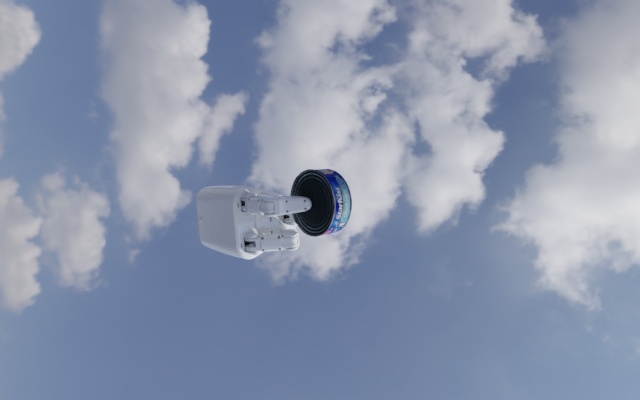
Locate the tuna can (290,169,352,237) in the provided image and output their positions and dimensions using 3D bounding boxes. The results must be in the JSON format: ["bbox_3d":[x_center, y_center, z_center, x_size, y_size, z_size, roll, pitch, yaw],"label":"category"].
[{"bbox_3d":[0.001,0.002,0.613,0.034,0.086,0.086,-7,4,-41],"label":"tuna can"}]
